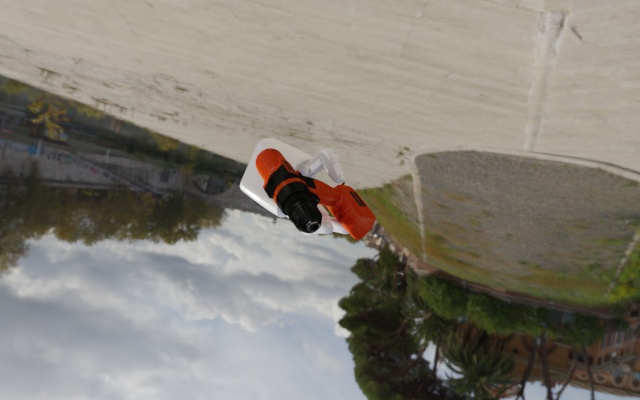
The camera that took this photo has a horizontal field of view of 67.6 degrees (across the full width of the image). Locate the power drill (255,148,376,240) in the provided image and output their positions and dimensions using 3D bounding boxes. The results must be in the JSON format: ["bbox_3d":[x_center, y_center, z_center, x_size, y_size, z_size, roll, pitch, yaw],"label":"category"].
[{"bbox_3d":[0.000,0.002,0.738,0.188,0.057,0.184,24,22,-42],"label":"power drill"}]
